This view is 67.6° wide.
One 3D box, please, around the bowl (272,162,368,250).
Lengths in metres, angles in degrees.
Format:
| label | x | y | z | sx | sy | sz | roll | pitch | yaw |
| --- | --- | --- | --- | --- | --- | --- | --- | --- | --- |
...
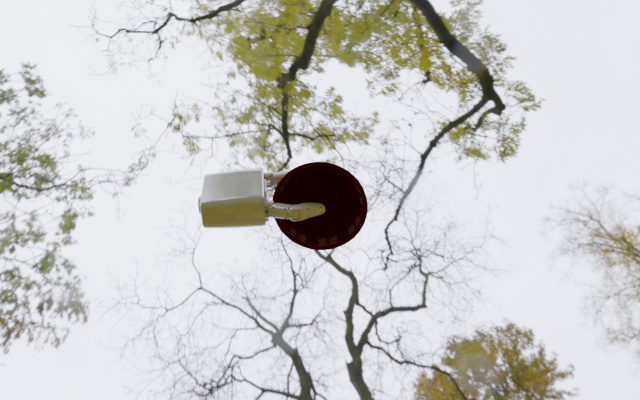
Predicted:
| label | x | y | z | sx | sy | sz | roll | pitch | yaw |
| --- | --- | --- | --- | --- | --- | --- | --- | --- | --- |
| bowl | 0.001 | 0.003 | 0.825 | 0.162 | 0.162 | 0.055 | 0 | 22 | 4 |
